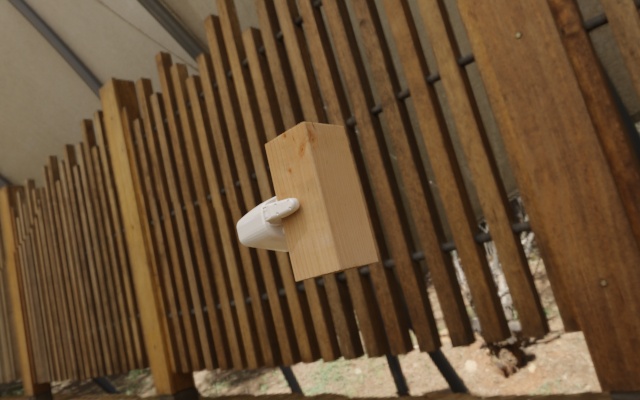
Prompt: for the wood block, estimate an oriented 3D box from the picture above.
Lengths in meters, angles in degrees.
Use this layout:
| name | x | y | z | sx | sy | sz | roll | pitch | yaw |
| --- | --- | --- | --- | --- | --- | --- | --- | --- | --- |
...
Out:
| name | x | y | z | sx | sy | sz | roll | pitch | yaw |
| --- | --- | --- | --- | --- | --- | --- | --- | --- | --- |
| wood block | 0.000 | 0.002 | 0.688 | 0.090 | 0.206 | 0.091 | -22 | -12 | 42 |
